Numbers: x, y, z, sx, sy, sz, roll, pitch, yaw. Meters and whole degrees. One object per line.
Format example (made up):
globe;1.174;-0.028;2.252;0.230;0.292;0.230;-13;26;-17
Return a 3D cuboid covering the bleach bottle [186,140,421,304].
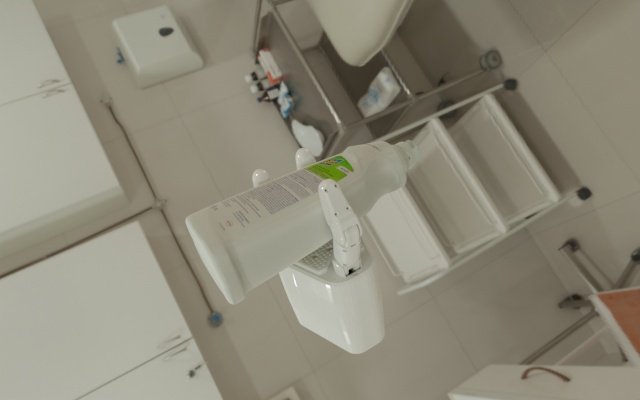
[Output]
bleach bottle;0.000;0.002;0.480;0.251;0.068;0.102;-26;35;-19
